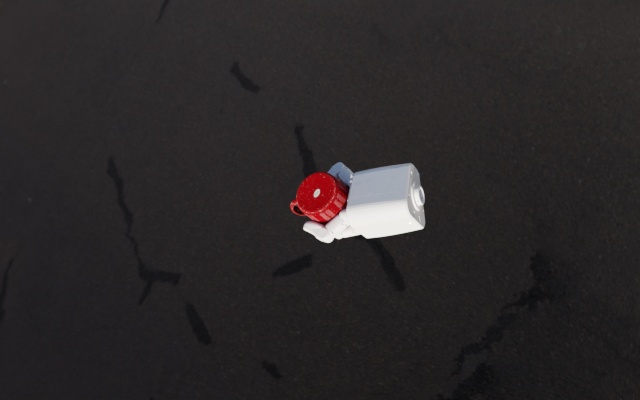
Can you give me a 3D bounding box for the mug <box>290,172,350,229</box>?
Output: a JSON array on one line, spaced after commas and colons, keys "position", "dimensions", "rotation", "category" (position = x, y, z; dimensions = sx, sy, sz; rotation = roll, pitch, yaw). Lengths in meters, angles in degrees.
[{"position": [-0.001, 0.003, 0.846], "dimensions": [0.117, 0.093, 0.081], "rotation": [-11, -28, 27], "category": "mug"}]
